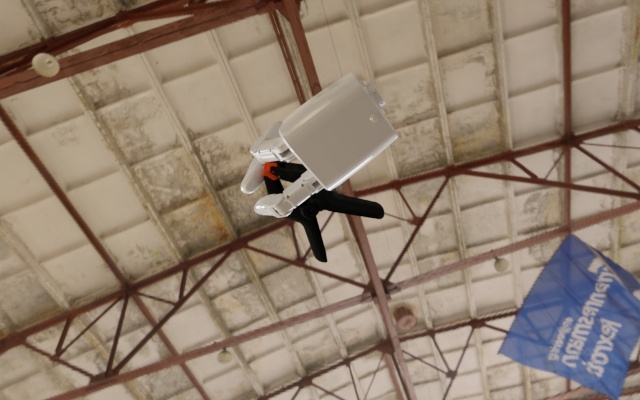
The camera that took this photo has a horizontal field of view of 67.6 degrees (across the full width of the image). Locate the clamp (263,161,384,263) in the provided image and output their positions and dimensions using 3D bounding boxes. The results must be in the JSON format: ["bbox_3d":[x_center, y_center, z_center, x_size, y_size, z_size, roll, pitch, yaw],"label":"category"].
[{"bbox_3d":[0.000,0.002,0.626,0.120,0.171,0.039,-36,31,11],"label":"clamp"}]
